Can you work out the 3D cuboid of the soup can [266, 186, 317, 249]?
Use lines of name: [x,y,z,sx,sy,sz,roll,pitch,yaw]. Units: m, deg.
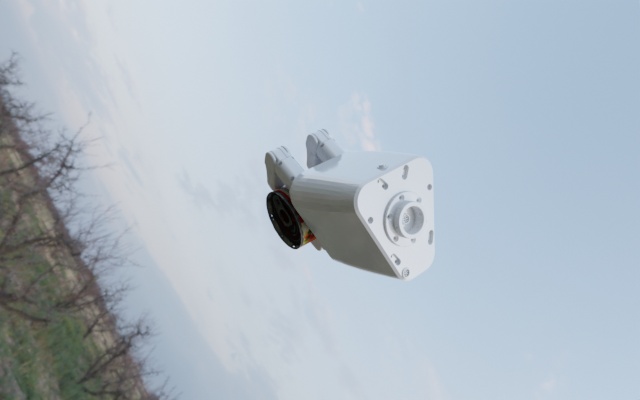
soup can: [0.000,0.002,0.533,0.102,0.068,0.068,-27,13,-27]
